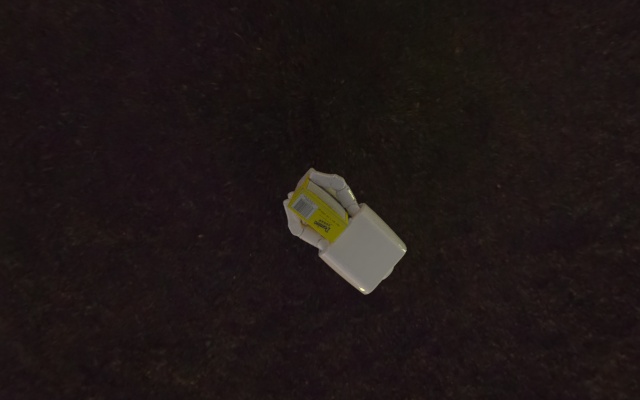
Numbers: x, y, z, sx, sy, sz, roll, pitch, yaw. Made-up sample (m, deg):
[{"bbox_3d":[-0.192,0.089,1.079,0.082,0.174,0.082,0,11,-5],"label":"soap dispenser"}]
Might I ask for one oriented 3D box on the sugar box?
[{"bbox_3d":[0.000,0.003,0.804,0.093,0.048,0.176,40,10,-6],"label":"sugar box"}]
